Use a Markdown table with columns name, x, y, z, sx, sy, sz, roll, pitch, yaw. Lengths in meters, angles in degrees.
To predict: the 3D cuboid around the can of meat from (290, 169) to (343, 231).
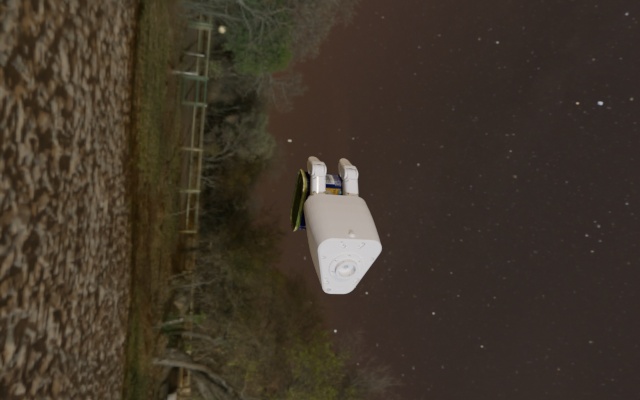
| name | x | y | z | sx | sy | sz | roll | pitch | yaw |
| --- | --- | --- | --- | --- | --- | --- | --- | --- | --- |
| can of meat | 0.000 | 0.003 | 0.794 | 0.084 | 0.102 | 0.057 | 4 | 31 | -15 |
